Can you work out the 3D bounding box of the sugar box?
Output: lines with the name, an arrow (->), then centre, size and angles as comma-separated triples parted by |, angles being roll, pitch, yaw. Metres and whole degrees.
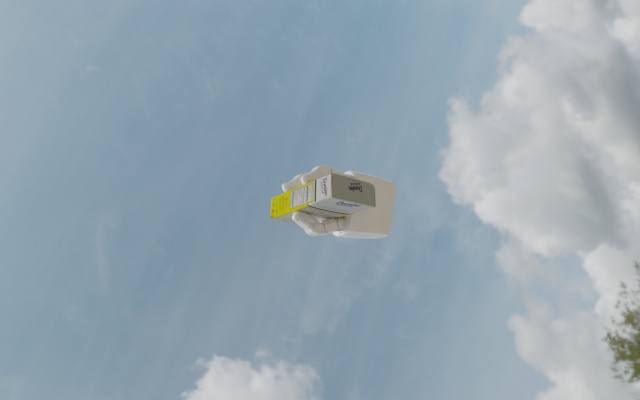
sugar box -> 0.000, 0.002, 0.804 | 0.093, 0.048, 0.176 | 13, -22, -36
